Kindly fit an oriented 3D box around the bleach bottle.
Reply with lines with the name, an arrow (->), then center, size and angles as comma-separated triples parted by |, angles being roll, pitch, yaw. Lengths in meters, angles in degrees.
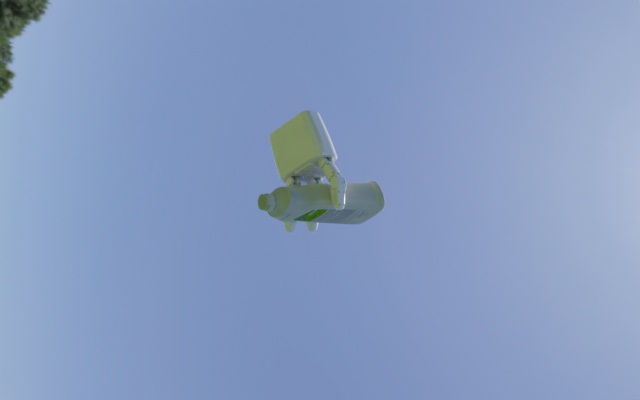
bleach bottle -> 0.000, 0.003, 0.888 | 0.251, 0.068, 0.103 | 3, -31, -41
